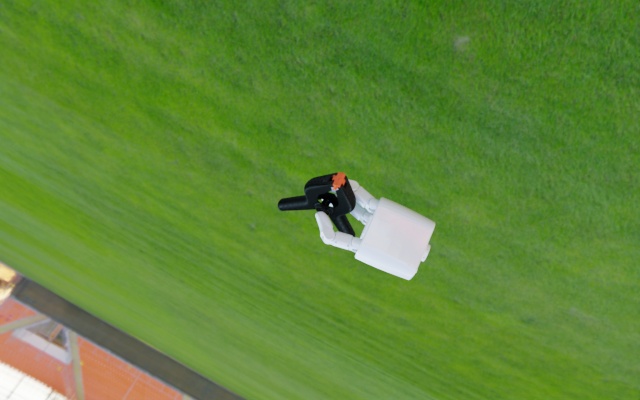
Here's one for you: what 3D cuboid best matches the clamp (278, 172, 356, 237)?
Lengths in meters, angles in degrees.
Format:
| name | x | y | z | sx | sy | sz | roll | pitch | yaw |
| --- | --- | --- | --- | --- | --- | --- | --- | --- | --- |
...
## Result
| name | x | y | z | sx | sy | sz | roll | pitch | yaw |
| --- | --- | --- | --- | --- | --- | --- | --- | --- | --- |
| clamp | 0.000 | 0.003 | 0.863 | 0.164 | 0.036 | 0.210 | 21 | -26 | 4 |
